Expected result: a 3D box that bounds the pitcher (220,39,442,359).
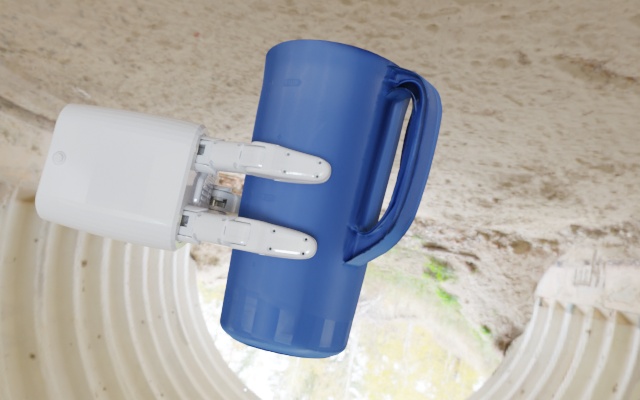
[{"bbox_3d":[0.000,0.001,0.401,0.145,0.243,0.149,12,-7,-2],"label":"pitcher"}]
